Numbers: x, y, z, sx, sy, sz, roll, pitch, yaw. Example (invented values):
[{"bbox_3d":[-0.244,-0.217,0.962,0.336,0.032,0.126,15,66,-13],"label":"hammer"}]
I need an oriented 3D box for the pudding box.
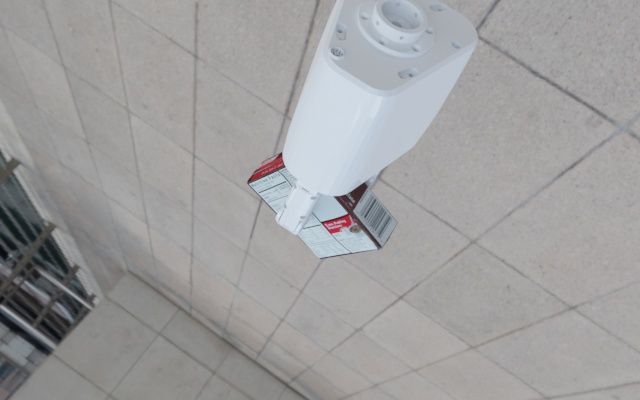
[{"bbox_3d":[0.000,0.002,0.435,0.090,0.113,0.039,-16,30,50],"label":"pudding box"}]
